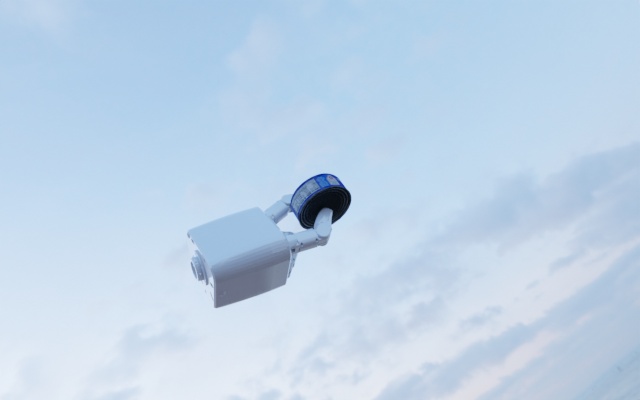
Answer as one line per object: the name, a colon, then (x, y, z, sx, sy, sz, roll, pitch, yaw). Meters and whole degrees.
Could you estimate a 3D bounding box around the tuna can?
tuna can: (0.000, 0.002, 0.696, 0.086, 0.086, 0.033, 0, 41, -37)
